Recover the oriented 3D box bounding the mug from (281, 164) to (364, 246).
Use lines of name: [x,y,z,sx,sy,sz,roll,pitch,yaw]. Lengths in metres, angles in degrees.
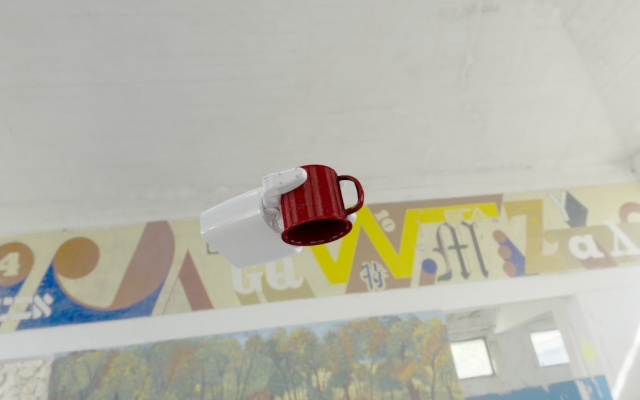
mug: [0.001,0.001,0.621,0.117,0.081,0.093,-19,-26,19]
